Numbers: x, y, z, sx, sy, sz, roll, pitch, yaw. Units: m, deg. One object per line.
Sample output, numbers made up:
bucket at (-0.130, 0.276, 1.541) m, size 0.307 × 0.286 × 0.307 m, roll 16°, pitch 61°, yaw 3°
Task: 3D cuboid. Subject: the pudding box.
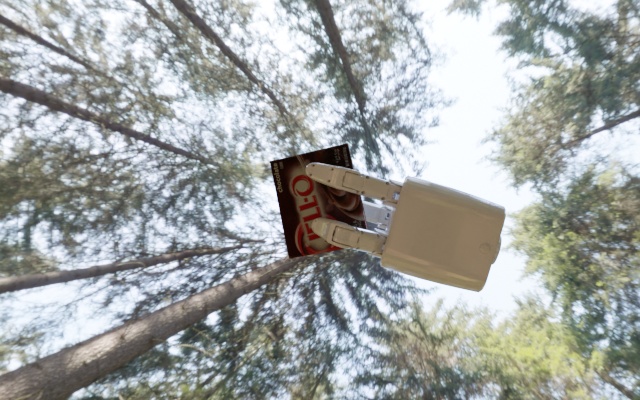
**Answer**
pudding box at (0.000, 0.002, 0.529) m, size 0.090 × 0.113 × 0.039 m, roll -12°, pitch -4°, yaw 9°
